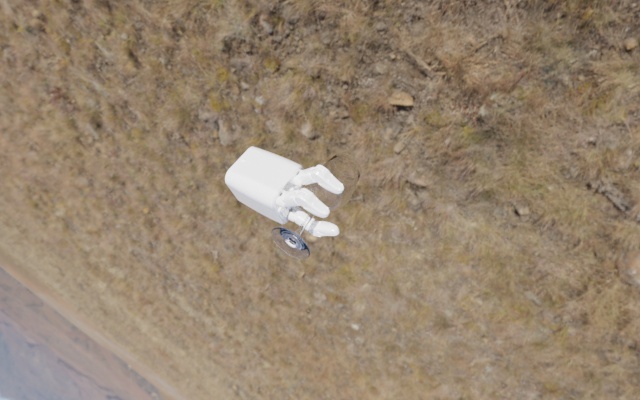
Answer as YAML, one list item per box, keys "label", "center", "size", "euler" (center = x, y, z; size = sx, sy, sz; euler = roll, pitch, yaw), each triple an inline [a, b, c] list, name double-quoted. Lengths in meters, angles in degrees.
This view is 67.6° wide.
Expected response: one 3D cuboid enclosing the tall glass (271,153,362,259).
- label: "tall glass"
  center: [0.000, 0.003, 0.829]
  size: [0.079, 0.079, 0.201]
  euler: [0, 43, 43]
